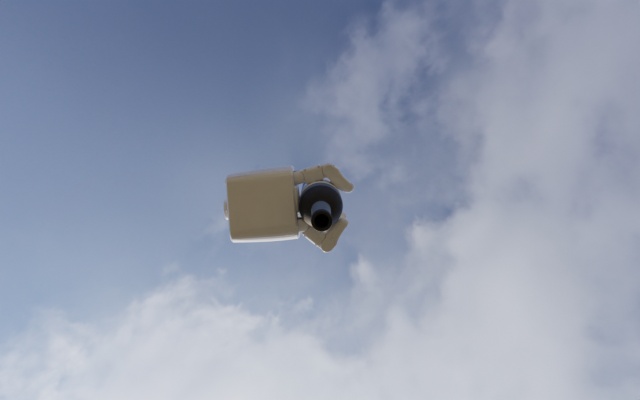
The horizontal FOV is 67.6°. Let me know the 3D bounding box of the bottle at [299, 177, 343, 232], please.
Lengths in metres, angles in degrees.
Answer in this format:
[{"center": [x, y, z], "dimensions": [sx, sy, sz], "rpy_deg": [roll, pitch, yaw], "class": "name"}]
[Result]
[{"center": [0.000, 0.002, 0.748], "dimensions": [0.069, 0.069, 0.295], "rpy_deg": [0, 9, -1], "class": "bottle"}]
